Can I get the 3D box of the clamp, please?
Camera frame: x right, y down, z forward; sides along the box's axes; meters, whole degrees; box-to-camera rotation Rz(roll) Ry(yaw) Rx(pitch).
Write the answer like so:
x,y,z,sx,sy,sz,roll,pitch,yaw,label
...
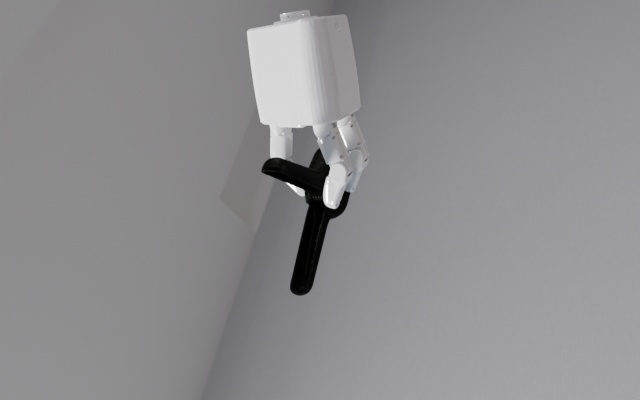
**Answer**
x,y,z,sx,sy,sz,roll,pitch,yaw,label
0.000,0.001,0.578,0.036,0.165,0.210,4,23,25,clamp
